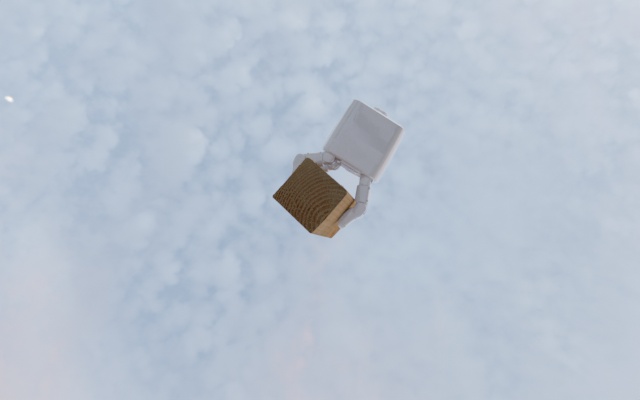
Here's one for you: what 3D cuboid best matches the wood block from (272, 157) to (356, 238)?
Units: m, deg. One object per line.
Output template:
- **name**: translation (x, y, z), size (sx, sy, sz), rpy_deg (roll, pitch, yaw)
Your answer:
- **wood block**: translation (0.001, 0.003, 0.849), size (0.091, 0.090, 0.206), rpy_deg (42, 2, 12)
